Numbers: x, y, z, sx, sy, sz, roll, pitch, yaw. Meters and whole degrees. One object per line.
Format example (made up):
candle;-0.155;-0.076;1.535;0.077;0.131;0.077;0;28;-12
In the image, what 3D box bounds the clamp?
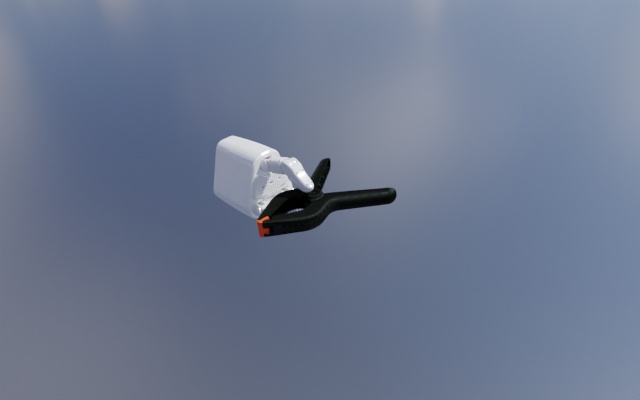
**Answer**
clamp;0.000;0.002;0.721;0.164;0.036;0.210;23;42;38
